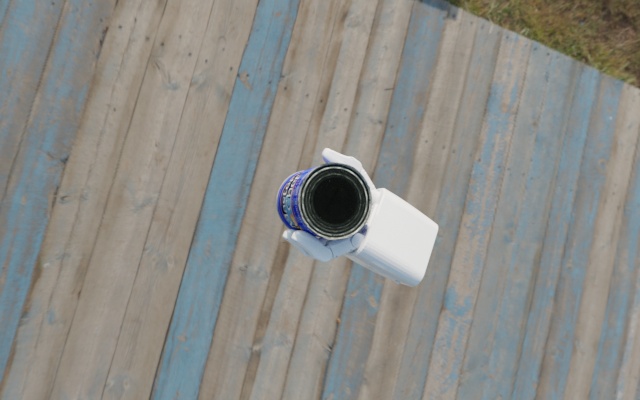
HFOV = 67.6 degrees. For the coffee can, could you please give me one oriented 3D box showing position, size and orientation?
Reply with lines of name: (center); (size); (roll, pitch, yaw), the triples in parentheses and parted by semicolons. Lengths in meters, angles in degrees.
coffee can: (0.000, 0.002, 0.688); (0.103, 0.103, 0.140); (0, -1, -17)
